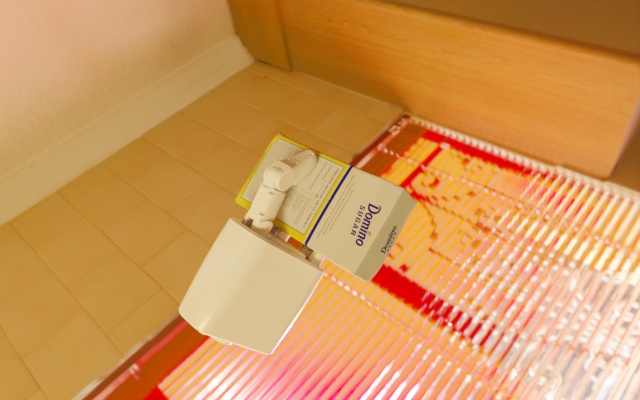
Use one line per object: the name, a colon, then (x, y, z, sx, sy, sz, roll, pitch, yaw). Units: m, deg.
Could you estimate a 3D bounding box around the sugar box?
sugar box: (0.000, 0.002, 0.491, 0.176, 0.093, 0.048, 29, -4, 34)
